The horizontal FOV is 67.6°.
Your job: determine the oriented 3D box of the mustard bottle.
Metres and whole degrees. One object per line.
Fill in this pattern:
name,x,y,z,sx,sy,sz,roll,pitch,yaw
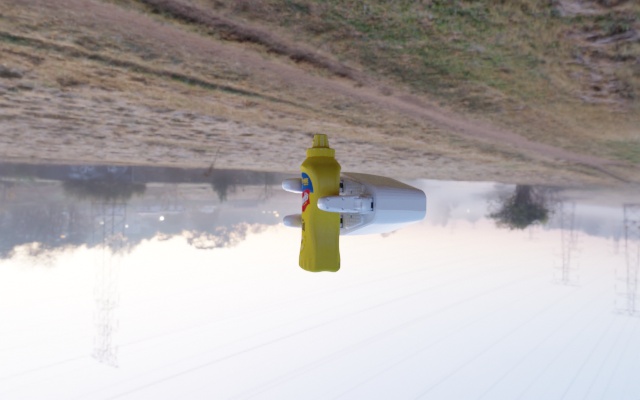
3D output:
mustard bottle,0.000,0.002,0.677,0.058,0.191,0.096,1,0,-10
